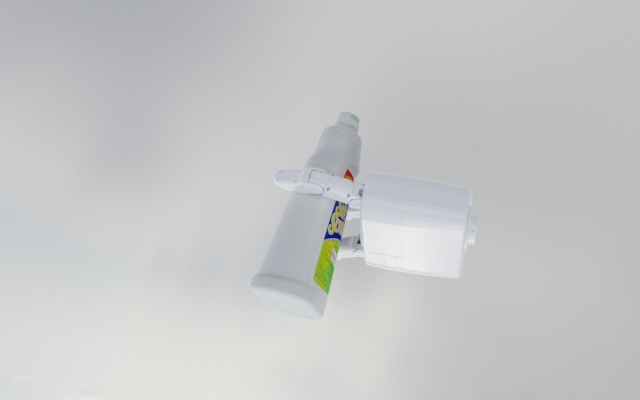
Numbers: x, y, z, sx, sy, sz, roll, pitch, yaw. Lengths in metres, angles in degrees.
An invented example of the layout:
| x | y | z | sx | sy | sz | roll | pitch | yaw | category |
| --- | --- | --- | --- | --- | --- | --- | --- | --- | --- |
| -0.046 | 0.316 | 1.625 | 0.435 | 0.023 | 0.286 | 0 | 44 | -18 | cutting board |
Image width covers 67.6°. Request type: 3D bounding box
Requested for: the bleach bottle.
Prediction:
| x | y | z | sx | sy | sz | roll | pitch | yaw | category |
| --- | --- | --- | --- | --- | --- | --- | --- | --- | --- |
| 0.000 | 0.002 | 0.550 | 0.068 | 0.250 | 0.103 | 8 | -25 | 20 | bleach bottle |
